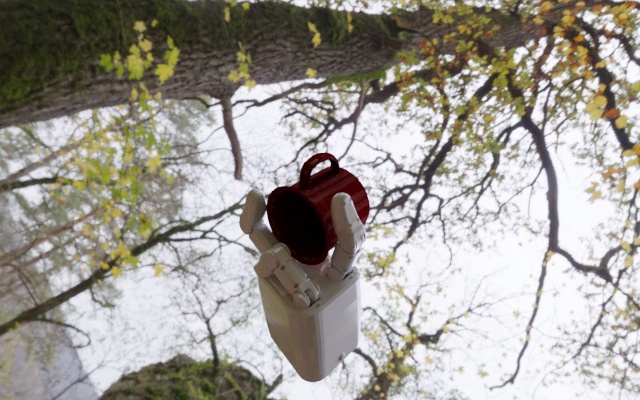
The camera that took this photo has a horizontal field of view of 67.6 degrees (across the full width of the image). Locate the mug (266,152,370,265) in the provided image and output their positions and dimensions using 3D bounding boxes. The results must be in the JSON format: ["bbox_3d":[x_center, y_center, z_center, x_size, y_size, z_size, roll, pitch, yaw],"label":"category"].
[{"bbox_3d":[0.000,0.000,0.524,0.093,0.117,0.081,22,38,36],"label":"mug"}]
